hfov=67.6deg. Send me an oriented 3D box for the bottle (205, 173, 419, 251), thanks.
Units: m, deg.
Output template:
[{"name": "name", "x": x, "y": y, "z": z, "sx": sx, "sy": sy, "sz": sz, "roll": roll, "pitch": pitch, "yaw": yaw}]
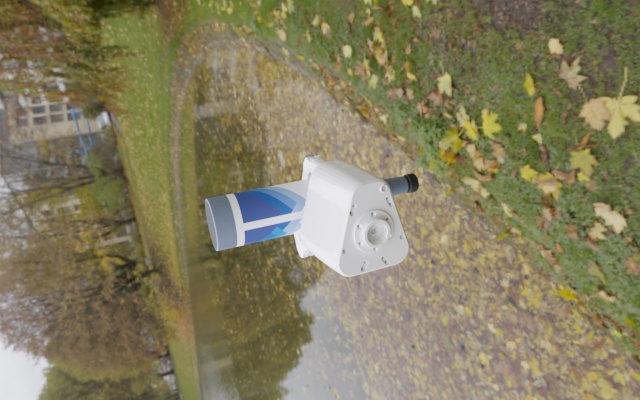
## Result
[{"name": "bottle", "x": 0.000, "y": 0.002, "z": 0.641, "sx": 0.295, "sy": 0.069, "sz": 0.069, "roll": -12, "pitch": 4, "yaw": -20}]
